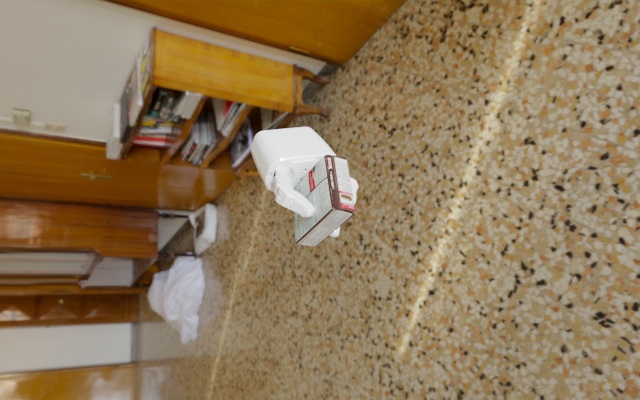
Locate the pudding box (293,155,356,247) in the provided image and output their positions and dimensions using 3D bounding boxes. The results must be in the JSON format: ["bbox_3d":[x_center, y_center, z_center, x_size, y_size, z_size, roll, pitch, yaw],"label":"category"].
[{"bbox_3d":[0.000,0.002,0.670,0.039,0.090,0.113,8,-32,-27],"label":"pudding box"}]
